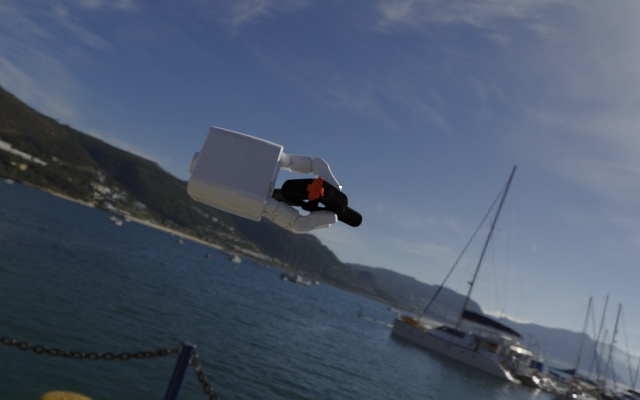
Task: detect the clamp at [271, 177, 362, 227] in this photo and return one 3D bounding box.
[{"bbox_3d":[0.000,0.001,0.698,0.164,0.036,0.210,15,-9,-6],"label":"clamp"}]
